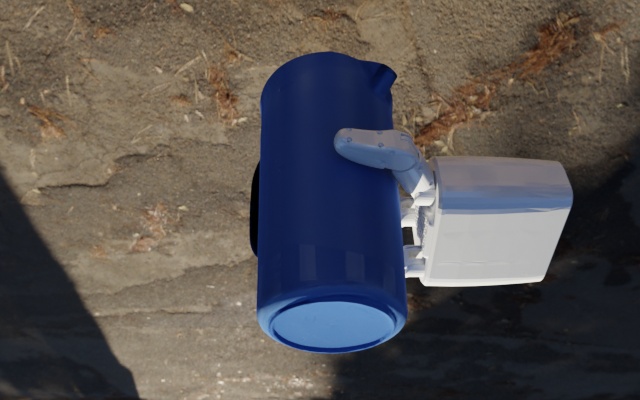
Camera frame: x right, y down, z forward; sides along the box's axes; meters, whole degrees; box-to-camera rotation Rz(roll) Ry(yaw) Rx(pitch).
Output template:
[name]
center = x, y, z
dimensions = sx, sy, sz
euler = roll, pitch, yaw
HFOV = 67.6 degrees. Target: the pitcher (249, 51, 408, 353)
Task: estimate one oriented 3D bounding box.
[pitcher]
center = 0.000, 0.001, 0.416
dimensions = 0.145, 0.242, 0.149
euler = 0, -39, -1
